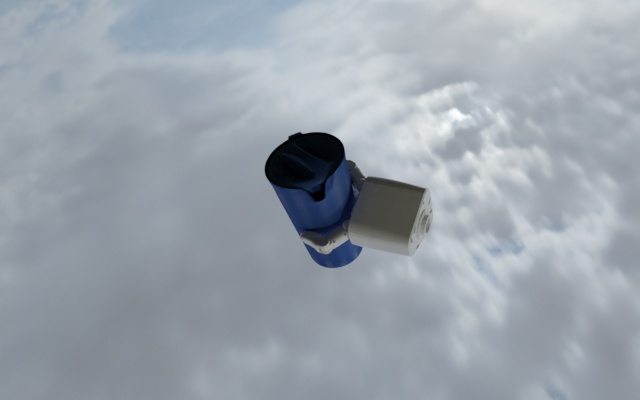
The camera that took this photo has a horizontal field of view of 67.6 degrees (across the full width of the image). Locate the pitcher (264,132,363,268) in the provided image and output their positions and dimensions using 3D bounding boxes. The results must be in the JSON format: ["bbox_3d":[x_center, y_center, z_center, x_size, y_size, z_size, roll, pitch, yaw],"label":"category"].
[{"bbox_3d":[0.000,0.003,0.847,0.145,0.149,0.243,13,-37,29],"label":"pitcher"}]
